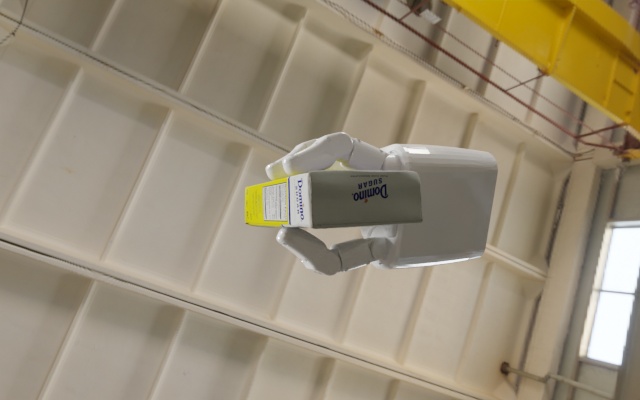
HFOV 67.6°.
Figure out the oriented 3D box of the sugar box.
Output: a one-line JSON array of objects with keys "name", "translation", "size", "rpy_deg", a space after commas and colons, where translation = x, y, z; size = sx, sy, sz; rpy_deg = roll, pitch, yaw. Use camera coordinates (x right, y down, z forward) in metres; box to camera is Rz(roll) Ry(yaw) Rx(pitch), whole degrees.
[{"name": "sugar box", "translation": [0.000, 0.001, 0.416], "size": [0.093, 0.048, 0.176], "rpy_deg": [-2, -4, -24]}]
